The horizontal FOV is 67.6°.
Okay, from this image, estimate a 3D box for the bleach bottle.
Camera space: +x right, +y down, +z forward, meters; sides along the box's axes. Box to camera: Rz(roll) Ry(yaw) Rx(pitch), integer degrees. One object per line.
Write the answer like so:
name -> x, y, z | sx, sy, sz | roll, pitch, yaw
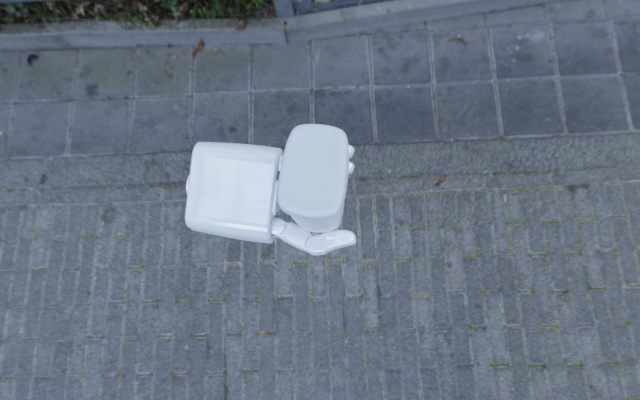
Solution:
bleach bottle -> 0.000, 0.002, 0.587 | 0.068, 0.102, 0.251 | 7, -16, 5
